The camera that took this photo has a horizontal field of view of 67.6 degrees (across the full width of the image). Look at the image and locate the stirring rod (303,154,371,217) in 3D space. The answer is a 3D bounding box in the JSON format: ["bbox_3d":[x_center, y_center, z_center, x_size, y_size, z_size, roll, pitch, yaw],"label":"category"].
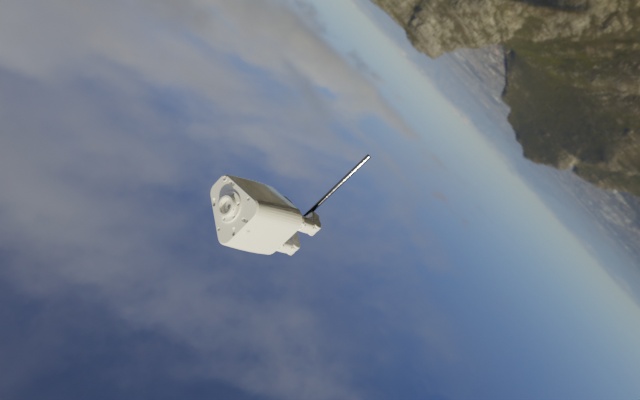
[{"bbox_3d":[0.000,0.003,0.848,0.239,0.011,0.011,-44,-17,19],"label":"stirring rod"}]
